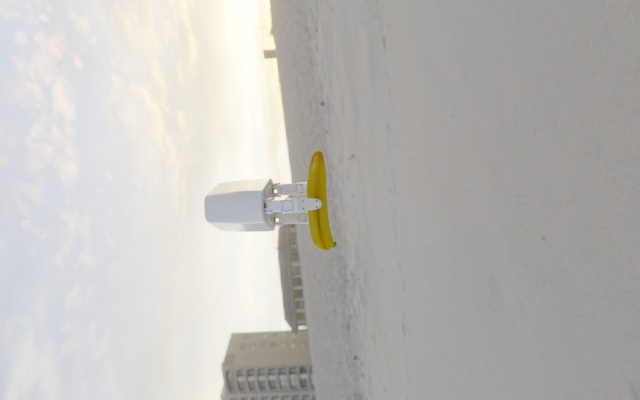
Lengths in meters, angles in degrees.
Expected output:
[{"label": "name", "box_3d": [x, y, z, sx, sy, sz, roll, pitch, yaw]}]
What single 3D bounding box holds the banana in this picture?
[{"label": "banana", "box_3d": [-0.002, 0.014, 0.845, 0.037, 0.198, 0.069, -2, 27, 10]}]
